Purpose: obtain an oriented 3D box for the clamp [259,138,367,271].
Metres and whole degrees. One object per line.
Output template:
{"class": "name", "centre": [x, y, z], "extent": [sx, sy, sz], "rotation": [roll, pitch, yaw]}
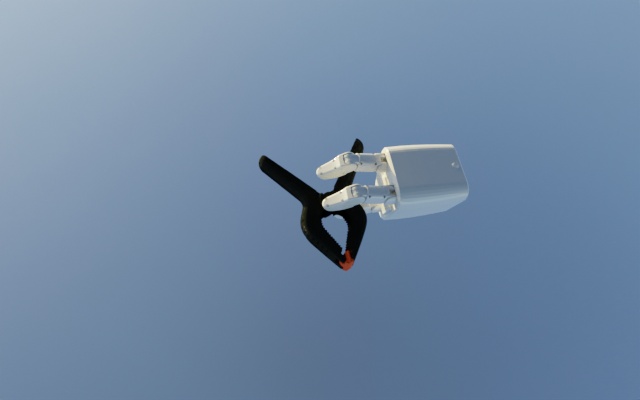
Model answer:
{"class": "clamp", "centre": [0.000, 0.003, 0.691], "extent": [0.164, 0.209, 0.036], "rotation": [-6, -30, -7]}
